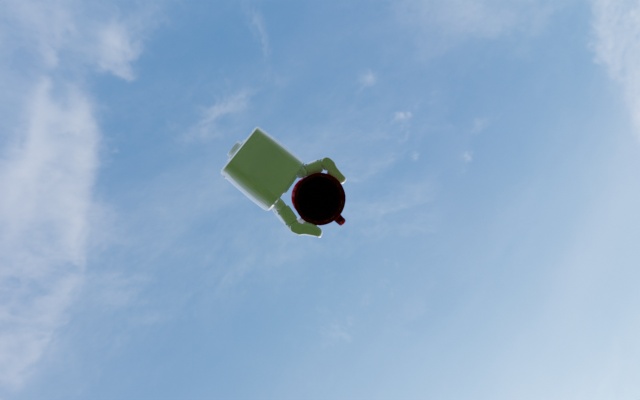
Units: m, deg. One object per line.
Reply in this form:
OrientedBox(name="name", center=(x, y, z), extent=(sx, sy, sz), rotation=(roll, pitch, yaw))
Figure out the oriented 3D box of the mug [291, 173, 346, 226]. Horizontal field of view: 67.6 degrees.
OrientedBox(name="mug", center=(0.001, 0.004, 0.877), extent=(0.117, 0.093, 0.081), rotation=(41, -5, -11))
